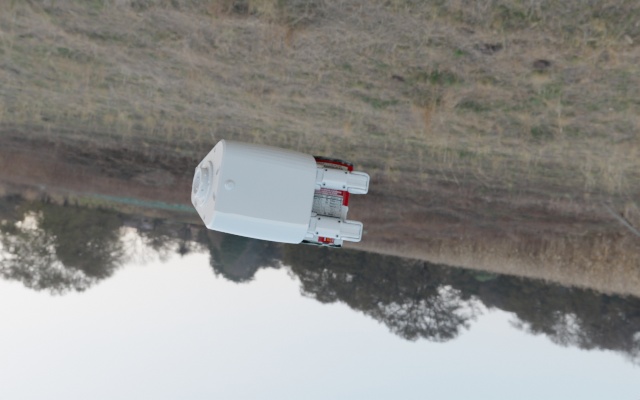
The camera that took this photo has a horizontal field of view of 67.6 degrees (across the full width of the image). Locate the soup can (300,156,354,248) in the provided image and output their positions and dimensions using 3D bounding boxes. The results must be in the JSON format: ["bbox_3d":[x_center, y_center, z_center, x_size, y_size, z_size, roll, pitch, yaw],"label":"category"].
[{"bbox_3d":[0.000,0.002,0.575,0.068,0.102,0.068,8,-3,0],"label":"soup can"}]
